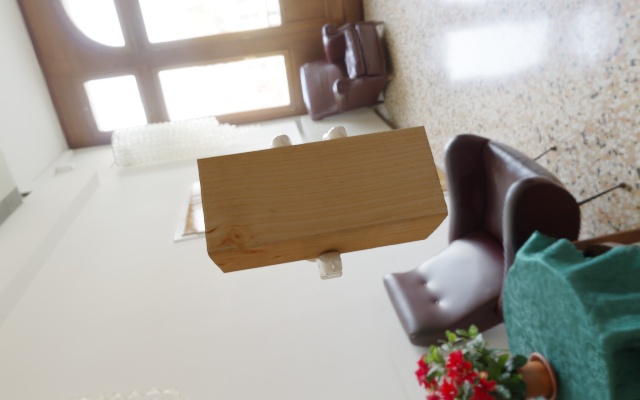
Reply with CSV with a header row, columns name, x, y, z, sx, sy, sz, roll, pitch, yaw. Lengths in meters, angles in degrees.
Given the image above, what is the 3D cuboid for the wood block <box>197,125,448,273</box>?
name,x,y,z,sx,sy,sz,roll,pitch,yaw
wood block,0.000,0.002,0.451,0.206,0.090,0.090,-9,-19,-5
